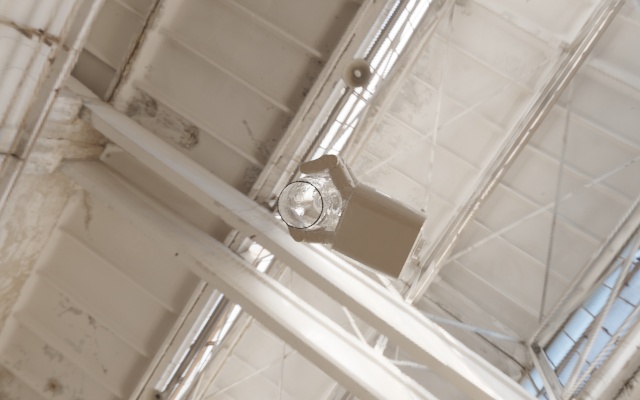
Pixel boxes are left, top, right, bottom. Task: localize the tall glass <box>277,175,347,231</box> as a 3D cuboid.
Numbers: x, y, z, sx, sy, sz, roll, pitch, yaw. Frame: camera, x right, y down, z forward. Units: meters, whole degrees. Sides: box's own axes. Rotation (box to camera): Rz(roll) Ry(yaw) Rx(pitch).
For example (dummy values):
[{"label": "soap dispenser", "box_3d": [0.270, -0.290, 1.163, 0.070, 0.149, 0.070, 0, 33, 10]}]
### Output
[{"label": "tall glass", "box_3d": [0.000, 0.002, 0.700, 0.079, 0.079, 0.201, 0, 2, 16]}]
